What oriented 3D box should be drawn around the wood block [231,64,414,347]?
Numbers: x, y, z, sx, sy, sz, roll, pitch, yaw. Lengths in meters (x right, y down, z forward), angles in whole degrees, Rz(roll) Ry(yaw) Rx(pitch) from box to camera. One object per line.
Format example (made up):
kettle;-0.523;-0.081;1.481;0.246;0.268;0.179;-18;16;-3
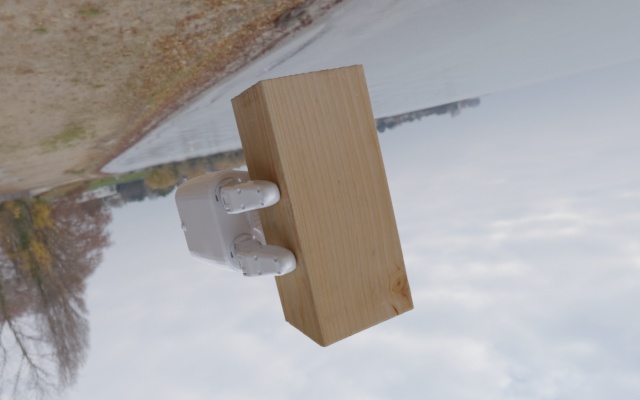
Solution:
wood block;0.000;0.001;0.410;0.091;0.206;0.090;-17;8;-24
